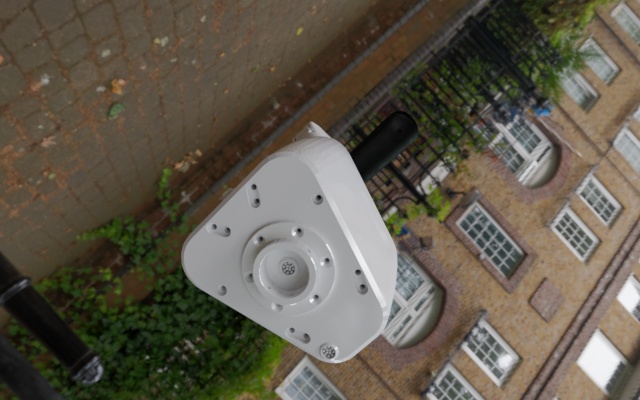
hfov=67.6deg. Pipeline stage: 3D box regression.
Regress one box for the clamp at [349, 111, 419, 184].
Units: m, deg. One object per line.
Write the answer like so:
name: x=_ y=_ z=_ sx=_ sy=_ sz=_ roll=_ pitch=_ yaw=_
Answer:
clamp: x=0.000 y=0.002 z=0.420 sx=0.210 sy=0.036 sz=0.164 roll=-43 pitch=-1 yaw=14
